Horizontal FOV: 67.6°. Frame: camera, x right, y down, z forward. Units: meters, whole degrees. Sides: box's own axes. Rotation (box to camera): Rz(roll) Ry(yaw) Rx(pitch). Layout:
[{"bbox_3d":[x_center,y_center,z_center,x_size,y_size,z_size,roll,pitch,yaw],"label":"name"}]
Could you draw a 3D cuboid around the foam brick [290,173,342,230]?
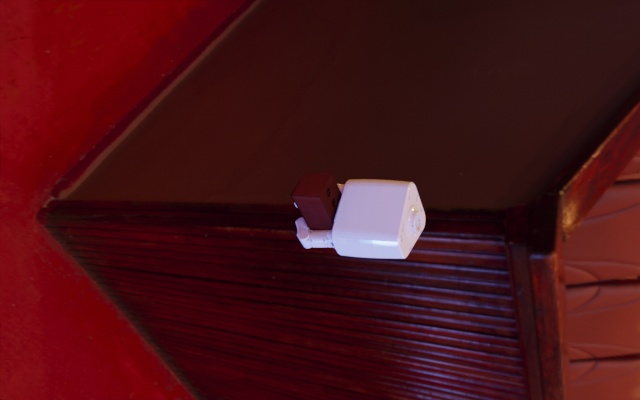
[{"bbox_3d":[0.000,0.002,0.728,0.051,0.053,0.078,2,-43,32],"label":"foam brick"}]
